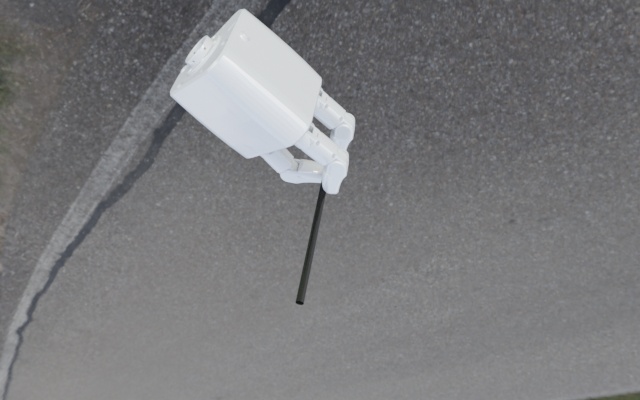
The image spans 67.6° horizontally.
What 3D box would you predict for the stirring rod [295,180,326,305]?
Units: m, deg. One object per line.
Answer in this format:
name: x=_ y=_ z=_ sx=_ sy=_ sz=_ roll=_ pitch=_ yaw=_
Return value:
stirring rod: x=0.000 y=0.002 z=0.517 sx=0.011 sy=0.239 sz=0.011 roll=7 pitch=-37 yaw=6
